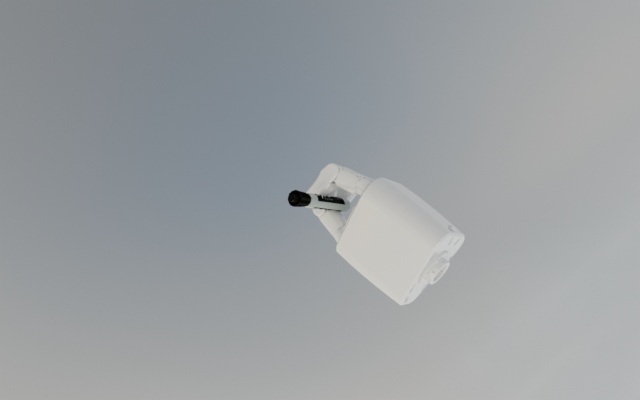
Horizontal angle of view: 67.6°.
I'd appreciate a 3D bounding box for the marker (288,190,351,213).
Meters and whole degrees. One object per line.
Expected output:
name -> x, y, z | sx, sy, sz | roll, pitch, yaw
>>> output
marker -> 0.000, 0.002, 0.573 | 0.020, 0.020, 0.121 | 0, -5, 31
